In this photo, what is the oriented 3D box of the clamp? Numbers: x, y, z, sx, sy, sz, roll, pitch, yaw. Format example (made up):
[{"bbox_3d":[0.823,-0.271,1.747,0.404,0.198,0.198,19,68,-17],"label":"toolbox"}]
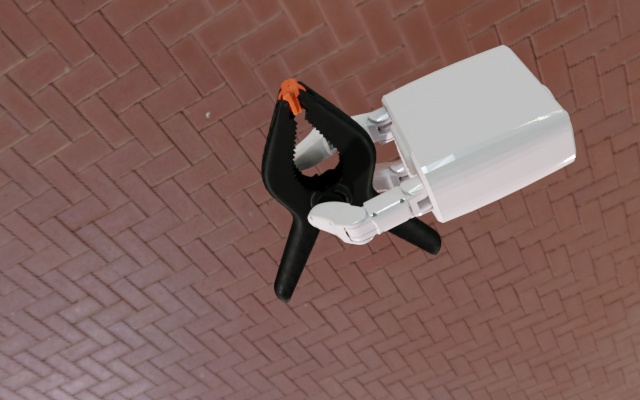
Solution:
[{"bbox_3d":[0.000,0.001,0.408,0.164,0.210,0.036,-25,34,7],"label":"clamp"}]
